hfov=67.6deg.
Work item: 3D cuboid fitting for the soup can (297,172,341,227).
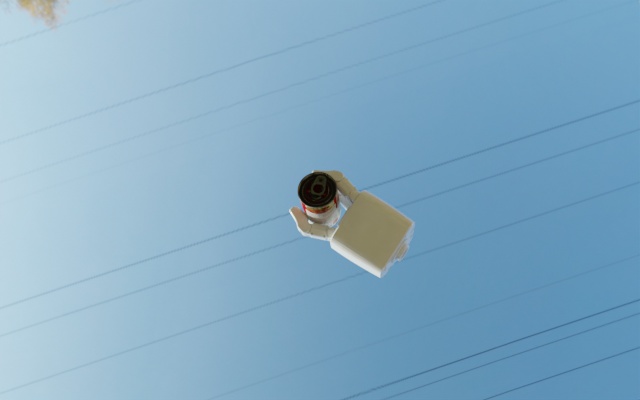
[{"bbox_3d":[0.000,0.003,0.847,0.068,0.068,0.102,0,-25,7],"label":"soup can"}]
